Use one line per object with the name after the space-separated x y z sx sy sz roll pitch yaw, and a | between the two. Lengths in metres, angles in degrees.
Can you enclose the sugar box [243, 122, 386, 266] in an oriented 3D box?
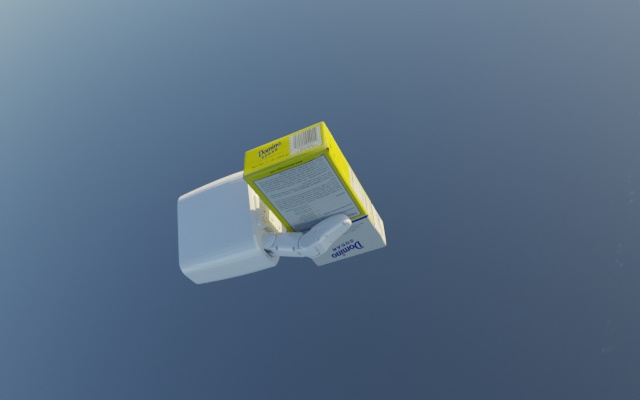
0.000 0.001 0.529 0.093 0.048 0.176 -18 -41 16 | sugar box
